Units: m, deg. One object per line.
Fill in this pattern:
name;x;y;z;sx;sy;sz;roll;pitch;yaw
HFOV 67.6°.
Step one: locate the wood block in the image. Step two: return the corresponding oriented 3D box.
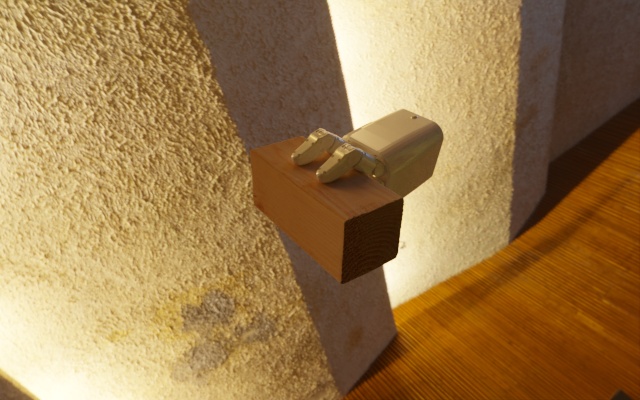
wood block;0.000;0.002;0.612;0.090;0.091;0.206;-20;37;-30
